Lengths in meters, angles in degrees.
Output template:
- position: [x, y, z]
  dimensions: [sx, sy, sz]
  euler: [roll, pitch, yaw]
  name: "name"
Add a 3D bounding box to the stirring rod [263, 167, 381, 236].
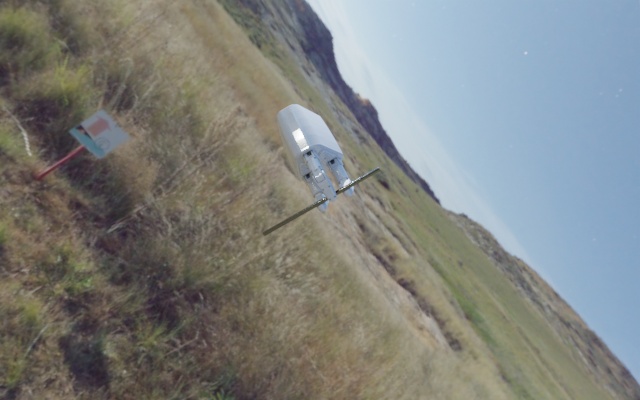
- position: [0.000, 0.003, 0.856]
  dimensions: [0.239, 0.011, 0.011]
  euler: [-29, -4, 8]
  name: "stirring rod"
